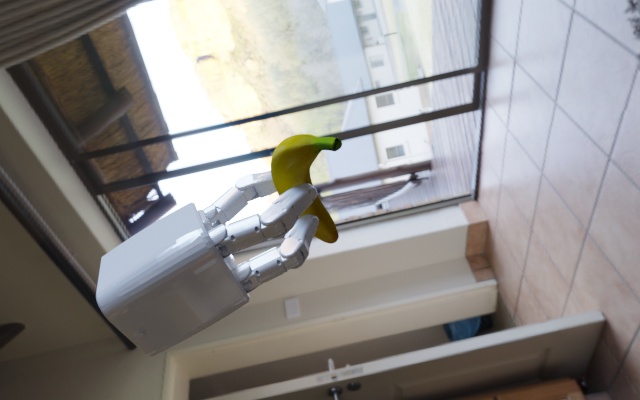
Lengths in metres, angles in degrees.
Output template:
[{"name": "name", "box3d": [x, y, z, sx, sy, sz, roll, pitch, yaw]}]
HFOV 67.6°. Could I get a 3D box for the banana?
[{"name": "banana", "box3d": [-0.015, -0.010, 0.478, 0.069, 0.037, 0.198, 33, -21, 17]}]
